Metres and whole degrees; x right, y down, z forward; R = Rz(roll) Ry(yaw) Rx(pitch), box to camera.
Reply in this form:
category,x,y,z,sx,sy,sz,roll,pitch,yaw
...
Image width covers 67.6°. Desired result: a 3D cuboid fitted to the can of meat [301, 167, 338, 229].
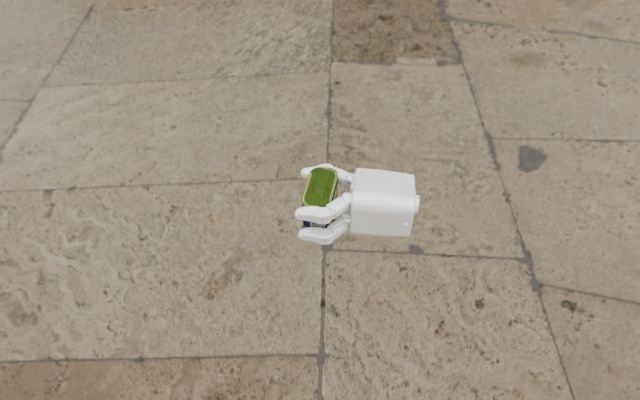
category,x,y,z,sx,sy,sz,roll,pitch,yaw
can of meat,0.000,0.002,0.849,0.057,0.102,0.084,9,-39,8
